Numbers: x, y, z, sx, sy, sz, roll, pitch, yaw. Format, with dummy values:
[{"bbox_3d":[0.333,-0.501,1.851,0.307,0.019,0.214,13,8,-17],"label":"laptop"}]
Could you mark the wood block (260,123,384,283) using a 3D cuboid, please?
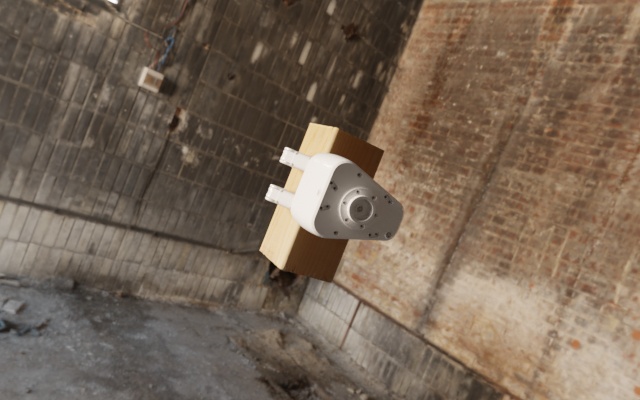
[{"bbox_3d":[0.001,0.002,0.701,0.091,0.206,0.090,21,2,-30],"label":"wood block"}]
